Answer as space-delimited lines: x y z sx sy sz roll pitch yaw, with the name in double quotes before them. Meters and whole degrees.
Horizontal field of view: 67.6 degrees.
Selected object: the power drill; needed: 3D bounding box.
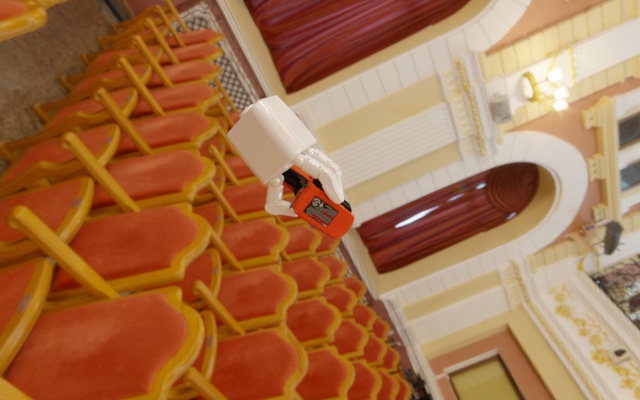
"power drill" 0.000 0.003 0.867 0.184 0.057 0.187 33 8 -20
